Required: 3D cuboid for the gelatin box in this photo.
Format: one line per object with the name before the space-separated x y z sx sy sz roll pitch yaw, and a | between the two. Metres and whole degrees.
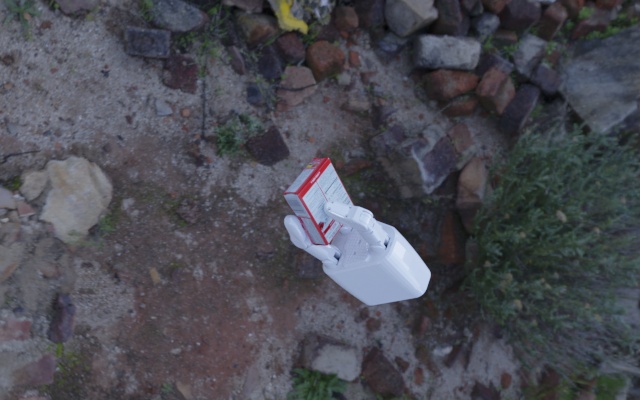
gelatin box | 0.000 0.002 0.606 0.030 0.089 0.073 2 43 42
